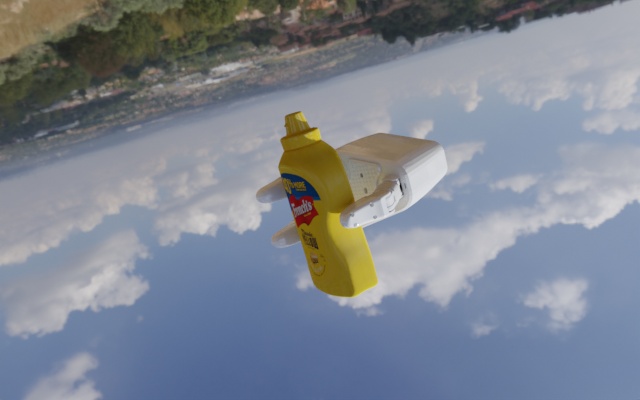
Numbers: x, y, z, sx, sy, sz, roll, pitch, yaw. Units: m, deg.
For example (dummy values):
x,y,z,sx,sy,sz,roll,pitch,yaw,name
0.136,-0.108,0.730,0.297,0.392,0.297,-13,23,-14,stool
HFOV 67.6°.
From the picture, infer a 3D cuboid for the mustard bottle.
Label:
x,y,z,sx,sy,sz,roll,pitch,yaw,name
0.000,0.002,0.499,0.058,0.192,0.096,-22,15,-23,mustard bottle
